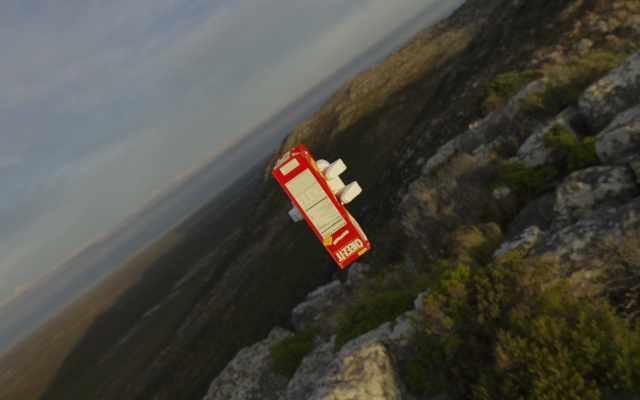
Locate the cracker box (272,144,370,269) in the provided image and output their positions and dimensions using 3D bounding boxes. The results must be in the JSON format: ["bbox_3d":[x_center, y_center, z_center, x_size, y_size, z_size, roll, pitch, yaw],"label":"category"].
[{"bbox_3d":[0.000,0.003,0.895,0.072,0.214,0.164,-35,10,4],"label":"cracker box"}]
